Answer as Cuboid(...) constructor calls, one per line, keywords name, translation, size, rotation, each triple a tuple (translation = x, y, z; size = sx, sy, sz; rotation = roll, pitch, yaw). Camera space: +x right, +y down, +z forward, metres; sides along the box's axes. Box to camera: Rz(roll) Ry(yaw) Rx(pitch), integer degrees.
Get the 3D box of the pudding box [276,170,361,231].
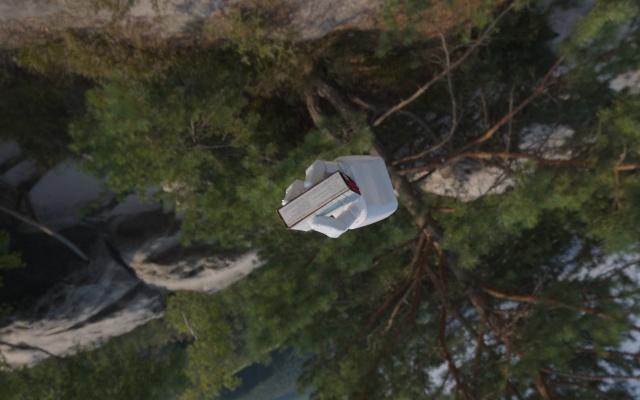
Cuboid(name="pudding box", translation=(0.000, 0.003, 0.720), size=(0.113, 0.039, 0.090), rotation=(-35, -14, 10))
